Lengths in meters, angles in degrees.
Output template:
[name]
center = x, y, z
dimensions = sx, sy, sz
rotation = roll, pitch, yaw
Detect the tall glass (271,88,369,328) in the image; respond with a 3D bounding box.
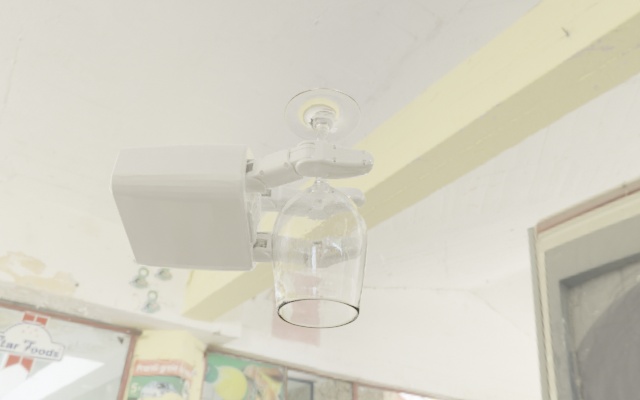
[tall glass]
center = 0.000, 0.001, 0.406
dimensions = 0.079, 0.201, 0.079
rotation = 1, -34, 0
